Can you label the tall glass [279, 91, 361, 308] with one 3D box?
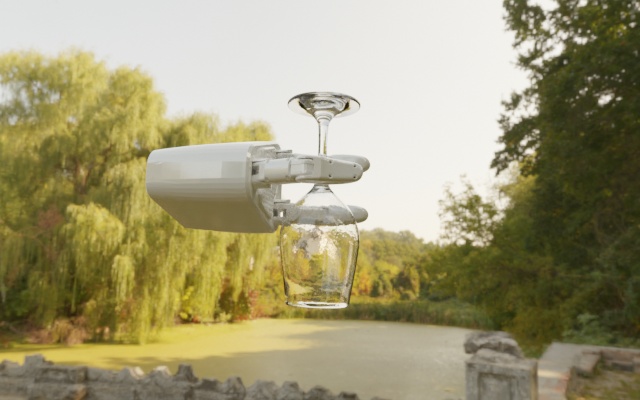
[{"bbox_3d":[0.000,0.001,0.469,0.079,0.201,0.079,2,-8,0],"label":"tall glass"}]
